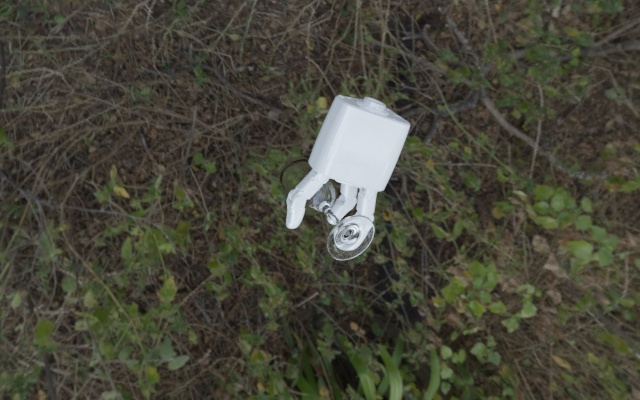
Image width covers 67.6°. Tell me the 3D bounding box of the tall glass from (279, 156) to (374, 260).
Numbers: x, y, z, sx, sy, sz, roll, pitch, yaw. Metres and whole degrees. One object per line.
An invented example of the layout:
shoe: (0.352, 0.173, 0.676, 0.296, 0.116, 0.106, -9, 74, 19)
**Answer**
tall glass: (0.000, 0.003, 0.732, 0.079, 0.079, 0.201, 0, 30, -30)
